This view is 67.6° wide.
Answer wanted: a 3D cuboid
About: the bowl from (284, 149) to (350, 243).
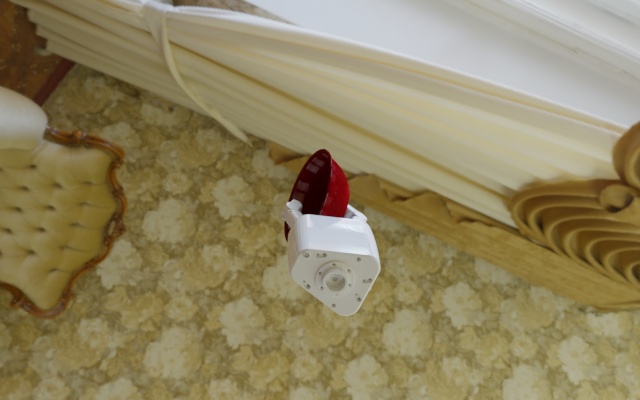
[{"bbox_3d":[0.000,0.002,0.761,0.055,0.162,0.162,19,-7,-22],"label":"bowl"}]
